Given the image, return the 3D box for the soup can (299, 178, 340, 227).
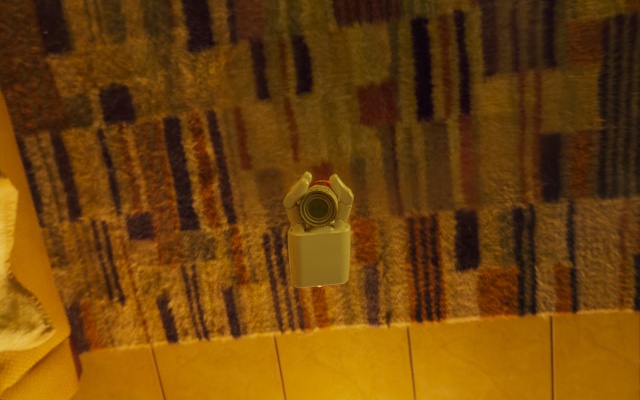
[{"bbox_3d":[0.000,0.002,0.870,0.068,0.068,0.102,0,15,6],"label":"soup can"}]
